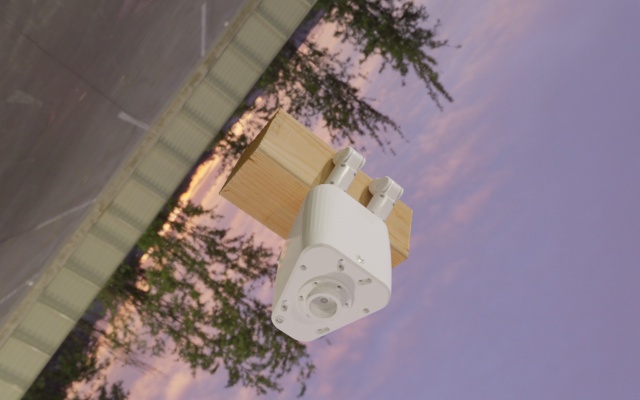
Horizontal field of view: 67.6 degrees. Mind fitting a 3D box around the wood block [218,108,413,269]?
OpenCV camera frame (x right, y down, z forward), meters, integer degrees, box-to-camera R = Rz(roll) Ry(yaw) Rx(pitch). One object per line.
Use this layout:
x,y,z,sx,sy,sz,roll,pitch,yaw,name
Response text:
0.000,0.002,0.562,0.206,0.090,0.091,37,-52,-15,wood block
